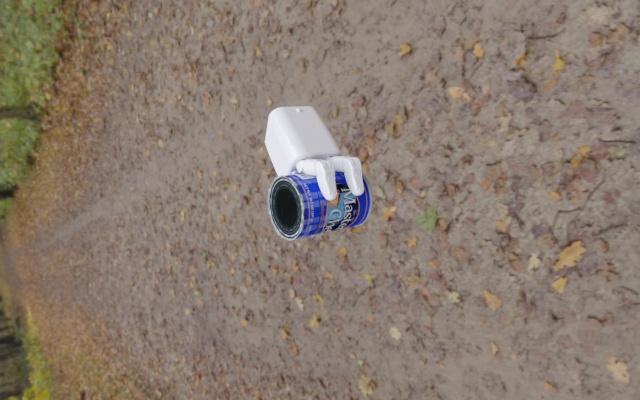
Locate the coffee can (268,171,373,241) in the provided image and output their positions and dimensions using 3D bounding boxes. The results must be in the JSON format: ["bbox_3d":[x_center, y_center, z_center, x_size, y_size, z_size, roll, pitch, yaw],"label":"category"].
[{"bbox_3d":[0.000,0.003,0.778,0.140,0.103,0.103,-10,6,-36],"label":"coffee can"}]
